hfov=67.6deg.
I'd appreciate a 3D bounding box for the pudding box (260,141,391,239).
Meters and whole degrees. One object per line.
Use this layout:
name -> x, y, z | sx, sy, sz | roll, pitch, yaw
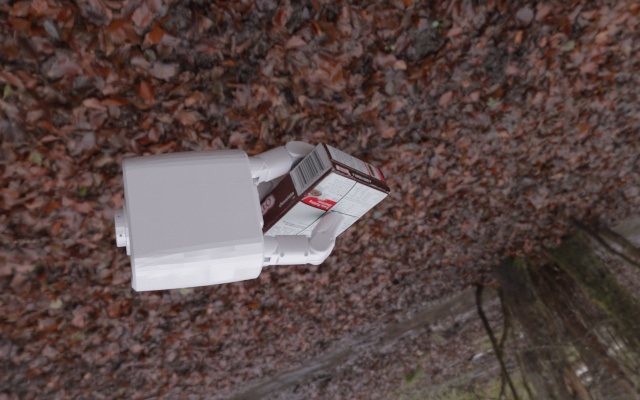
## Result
pudding box -> 0.000, 0.002, 0.483 | 0.090, 0.039, 0.113 | 18, -49, -43
